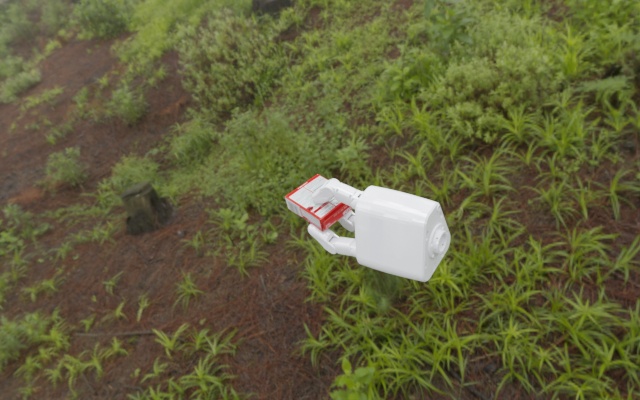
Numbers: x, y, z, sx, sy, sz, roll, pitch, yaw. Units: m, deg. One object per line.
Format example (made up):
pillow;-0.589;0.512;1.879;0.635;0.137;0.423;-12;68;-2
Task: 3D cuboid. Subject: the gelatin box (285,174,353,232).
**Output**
gelatin box;0.000;0.002;0.756;0.073;0.030;0.089;-37;47;-26
